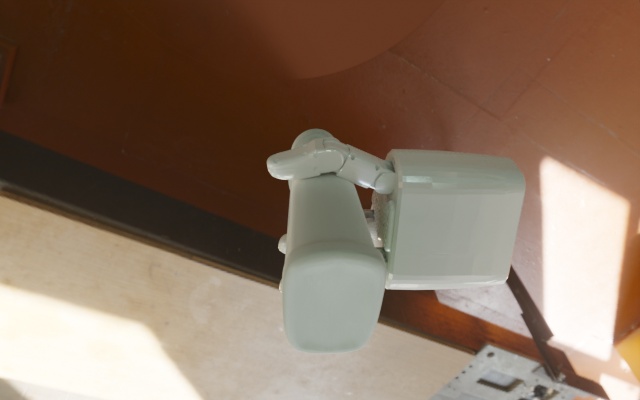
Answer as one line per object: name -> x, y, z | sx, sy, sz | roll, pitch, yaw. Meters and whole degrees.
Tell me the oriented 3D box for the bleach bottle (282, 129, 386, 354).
bleach bottle -> 0.000, 0.001, 0.417 | 0.068, 0.103, 0.250 | 1, 36, -5
